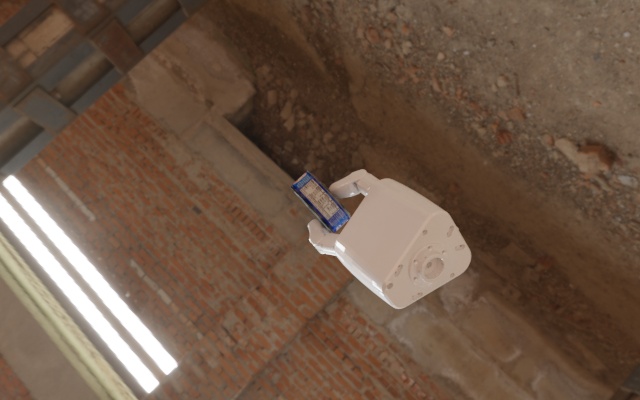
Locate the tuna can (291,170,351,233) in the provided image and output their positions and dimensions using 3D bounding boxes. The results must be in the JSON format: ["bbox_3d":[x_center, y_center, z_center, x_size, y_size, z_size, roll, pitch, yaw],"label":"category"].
[{"bbox_3d":[0.000,0.002,0.630,0.034,0.086,0.086,-43,2,-3],"label":"tuna can"}]
